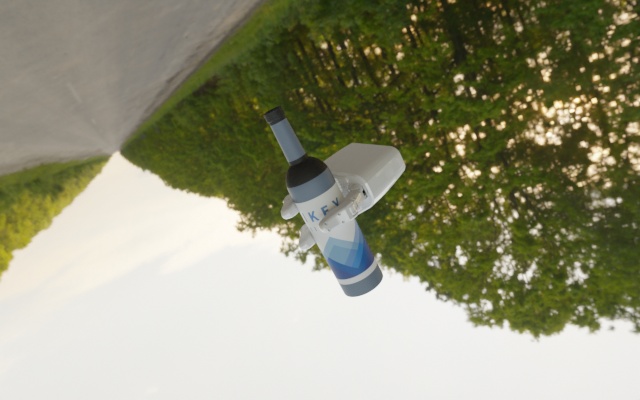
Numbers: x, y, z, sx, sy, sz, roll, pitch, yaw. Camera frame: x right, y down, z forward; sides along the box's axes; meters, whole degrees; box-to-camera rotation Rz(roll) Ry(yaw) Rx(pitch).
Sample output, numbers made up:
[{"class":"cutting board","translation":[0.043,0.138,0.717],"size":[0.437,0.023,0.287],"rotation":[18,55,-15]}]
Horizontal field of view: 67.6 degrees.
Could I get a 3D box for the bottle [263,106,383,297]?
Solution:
[{"class":"bottle","translation":[0.000,0.003,0.688],"size":[0.069,0.296,0.069],"rotation":[-25,17,8]}]
